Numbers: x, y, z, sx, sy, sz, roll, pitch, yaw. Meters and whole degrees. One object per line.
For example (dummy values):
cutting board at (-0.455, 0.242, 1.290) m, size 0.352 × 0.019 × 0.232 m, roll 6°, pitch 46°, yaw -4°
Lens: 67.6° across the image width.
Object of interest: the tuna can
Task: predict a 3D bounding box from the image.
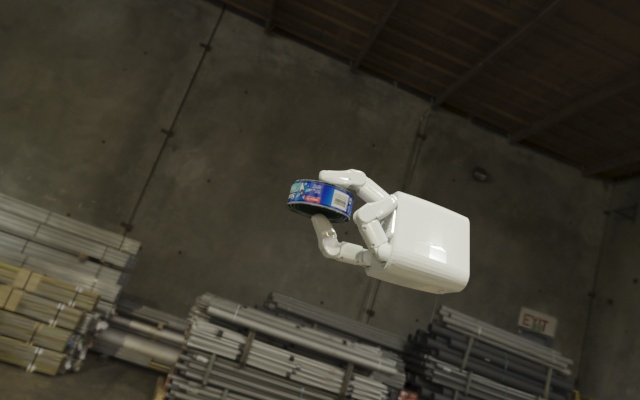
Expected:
tuna can at (0.000, 0.001, 0.630) m, size 0.086 × 0.033 × 0.086 m, roll 12°, pitch -14°, yaw 3°
